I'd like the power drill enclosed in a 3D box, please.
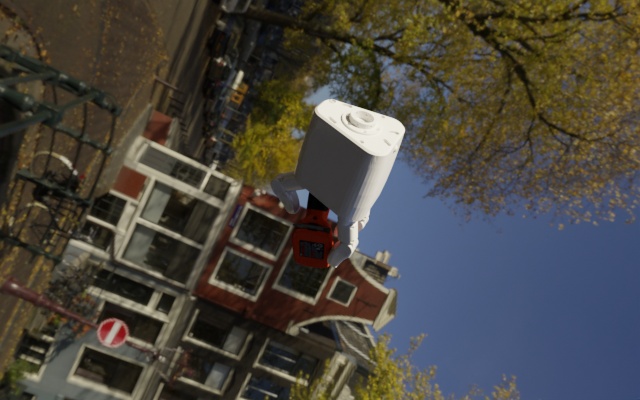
[{"bbox_3d":[0.000,0.003,0.726,0.057,0.187,0.185,6,-30,4],"label":"power drill"}]
